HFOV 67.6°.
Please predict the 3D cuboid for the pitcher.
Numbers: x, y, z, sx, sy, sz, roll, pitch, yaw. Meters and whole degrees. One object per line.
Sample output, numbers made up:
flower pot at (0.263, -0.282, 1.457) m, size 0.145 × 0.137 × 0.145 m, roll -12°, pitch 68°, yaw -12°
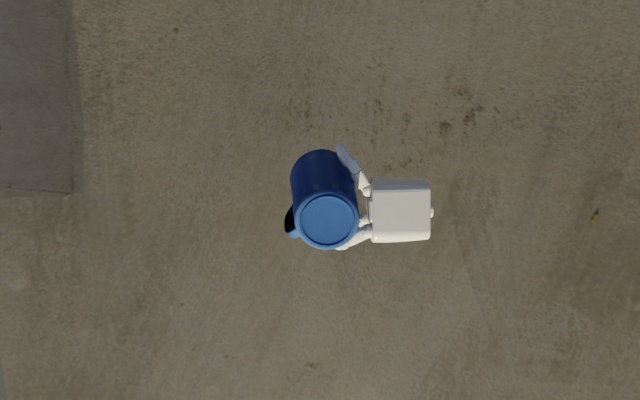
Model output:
pitcher at (0.000, 0.003, 0.887) m, size 0.145 × 0.149 × 0.242 m, roll -1°, pitch 19°, yaw -1°
